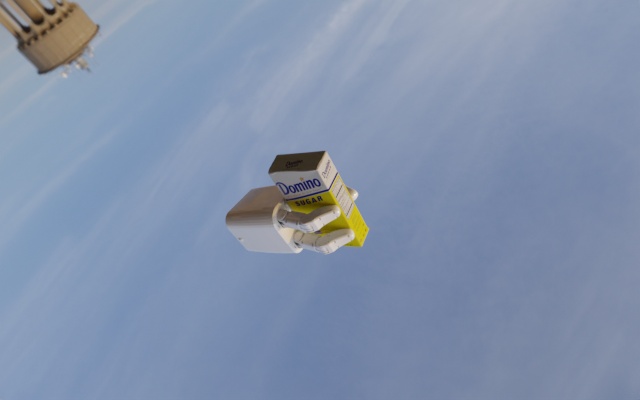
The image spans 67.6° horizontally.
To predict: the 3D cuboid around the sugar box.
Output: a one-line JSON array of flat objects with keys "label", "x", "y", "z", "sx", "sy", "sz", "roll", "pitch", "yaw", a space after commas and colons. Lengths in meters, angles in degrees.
[{"label": "sugar box", "x": 0.000, "y": 0.003, "z": 0.743, "sx": 0.093, "sy": 0.048, "sz": 0.176, "roll": -2, "pitch": -41, "yaw": 34}]
